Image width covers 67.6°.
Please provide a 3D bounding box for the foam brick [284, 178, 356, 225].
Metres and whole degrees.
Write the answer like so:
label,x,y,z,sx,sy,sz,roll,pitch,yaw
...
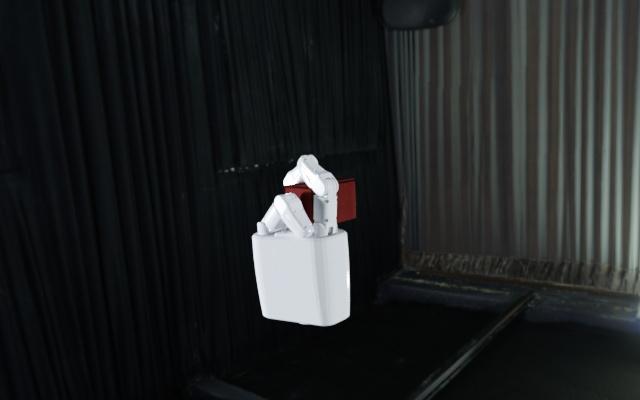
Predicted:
label,x,y,z,sx,sy,sz,roll,pitch,yaw
foam brick,0.000,0.002,0.597,0.078,0.051,0.053,-12,10,-43
